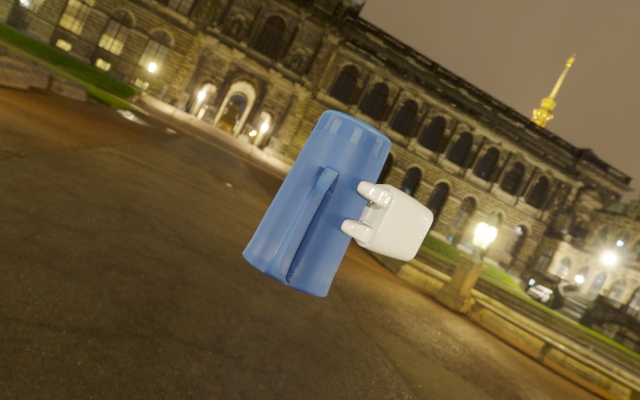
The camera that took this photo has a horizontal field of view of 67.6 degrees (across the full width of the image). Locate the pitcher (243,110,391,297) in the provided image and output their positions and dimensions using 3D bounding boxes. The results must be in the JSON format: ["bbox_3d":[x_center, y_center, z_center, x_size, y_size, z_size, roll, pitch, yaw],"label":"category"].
[{"bbox_3d":[0.000,0.002,0.663,0.145,0.243,0.149,25,3,-38],"label":"pitcher"}]
